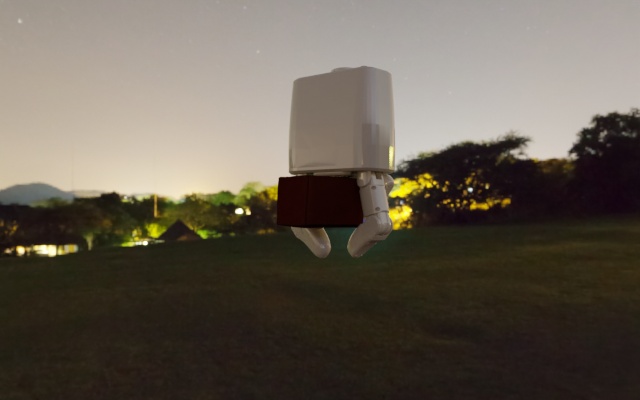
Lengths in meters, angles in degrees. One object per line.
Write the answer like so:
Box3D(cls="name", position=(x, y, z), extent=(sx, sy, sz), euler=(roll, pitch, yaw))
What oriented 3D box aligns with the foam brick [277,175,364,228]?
Box3D(cls="foam brick", position=(0.000, 0.002, 0.495), extent=(0.078, 0.051, 0.053), euler=(2, 0, -40))
